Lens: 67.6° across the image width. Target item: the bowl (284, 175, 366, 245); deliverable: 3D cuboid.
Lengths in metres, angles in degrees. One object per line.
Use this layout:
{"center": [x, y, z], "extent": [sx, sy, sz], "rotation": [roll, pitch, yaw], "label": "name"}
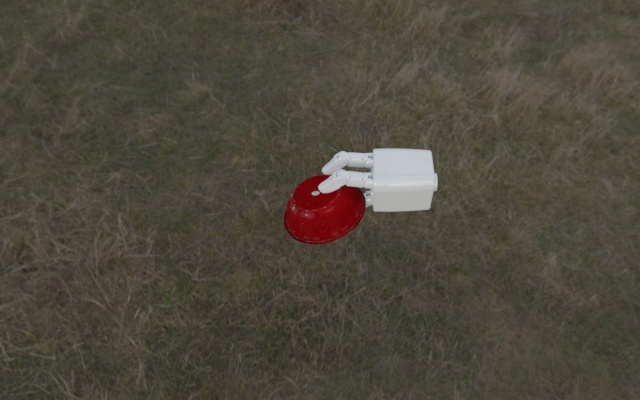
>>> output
{"center": [-0.001, 0.003, 0.887], "extent": [0.162, 0.162, 0.055], "rotation": [0, -43, 23], "label": "bowl"}
